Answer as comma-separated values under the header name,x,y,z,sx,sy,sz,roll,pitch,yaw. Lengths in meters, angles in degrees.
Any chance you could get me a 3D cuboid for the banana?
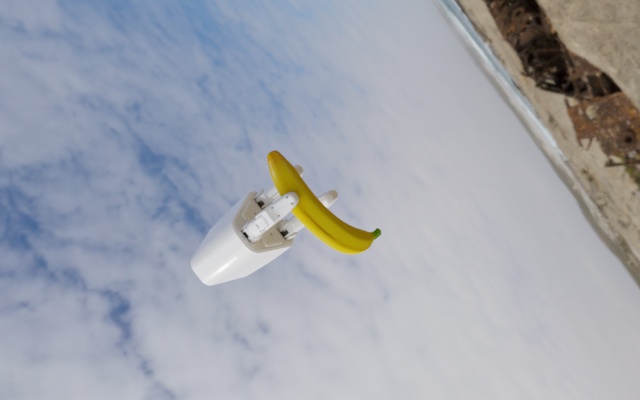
name,x,y,z,sx,sy,sz,roll,pitch,yaw
banana,0.001,0.016,0.620,0.198,0.069,0.037,39,-57,-22
